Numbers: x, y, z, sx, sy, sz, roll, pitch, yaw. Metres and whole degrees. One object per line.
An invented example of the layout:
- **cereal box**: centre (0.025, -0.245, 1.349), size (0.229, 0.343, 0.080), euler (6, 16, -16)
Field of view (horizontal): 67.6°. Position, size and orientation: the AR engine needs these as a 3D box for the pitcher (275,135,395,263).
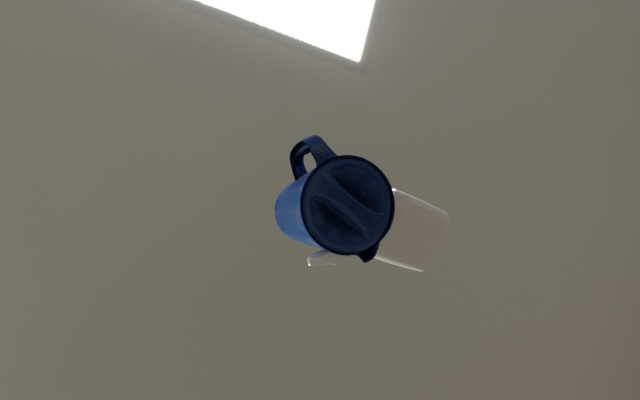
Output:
- **pitcher**: centre (0.000, 0.003, 0.734), size (0.145, 0.149, 0.243), euler (19, -8, -16)
